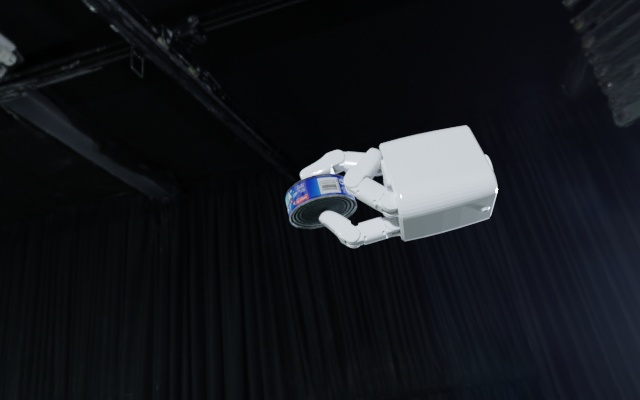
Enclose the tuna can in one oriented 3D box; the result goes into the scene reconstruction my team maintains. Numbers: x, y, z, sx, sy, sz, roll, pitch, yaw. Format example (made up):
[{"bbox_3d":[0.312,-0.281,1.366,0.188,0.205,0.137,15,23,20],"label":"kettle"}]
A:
[{"bbox_3d":[0.000,0.001,0.596,0.086,0.033,0.086,-11,-26,-6],"label":"tuna can"}]
